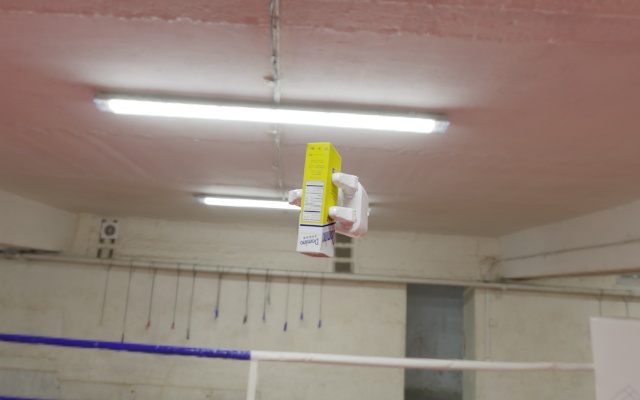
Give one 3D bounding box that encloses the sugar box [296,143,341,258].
[{"bbox_3d":[0.001,0.002,0.778,0.048,0.176,0.093,0,-10,15],"label":"sugar box"}]
